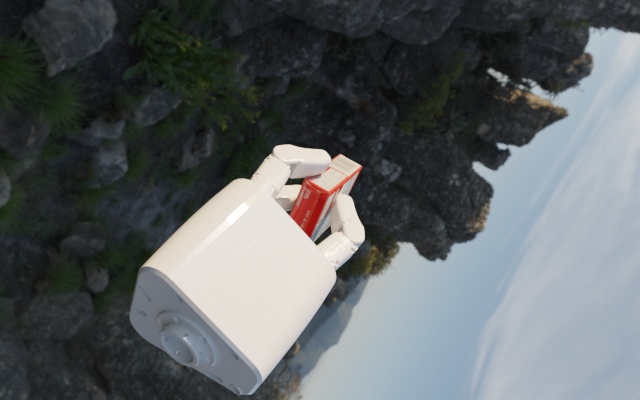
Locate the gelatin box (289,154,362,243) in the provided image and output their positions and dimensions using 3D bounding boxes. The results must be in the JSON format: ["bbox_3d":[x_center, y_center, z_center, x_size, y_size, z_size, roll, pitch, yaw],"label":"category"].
[{"bbox_3d":[0.001,0.002,0.467,0.030,0.073,0.089,31,31,11],"label":"gelatin box"}]
